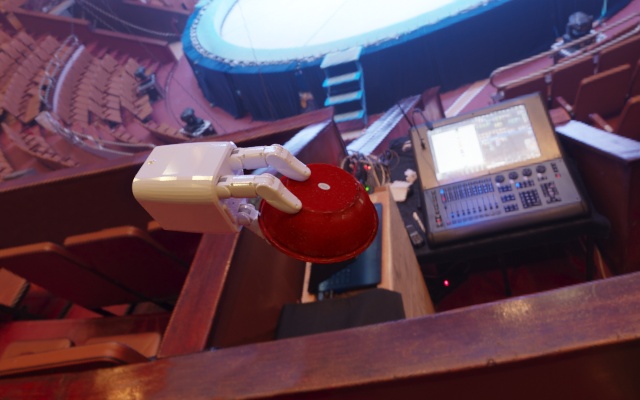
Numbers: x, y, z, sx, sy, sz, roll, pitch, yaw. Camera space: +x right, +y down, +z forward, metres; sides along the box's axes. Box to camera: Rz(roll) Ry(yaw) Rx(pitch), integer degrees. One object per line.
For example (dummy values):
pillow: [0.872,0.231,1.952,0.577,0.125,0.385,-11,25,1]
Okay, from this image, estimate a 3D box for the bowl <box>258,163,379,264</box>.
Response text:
bowl: [0.001,0.002,0.614,0.162,0.055,0.162,4,44,-4]
